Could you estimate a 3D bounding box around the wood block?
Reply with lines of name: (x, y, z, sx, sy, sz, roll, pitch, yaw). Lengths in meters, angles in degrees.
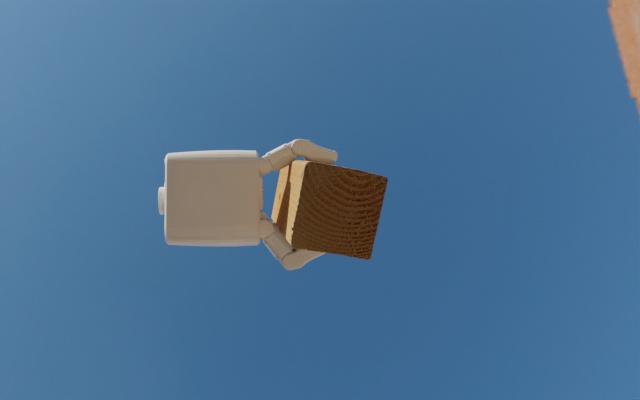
wood block: (0.000, 0.002, 0.584, 0.090, 0.091, 0.206, 10, 4, -12)
